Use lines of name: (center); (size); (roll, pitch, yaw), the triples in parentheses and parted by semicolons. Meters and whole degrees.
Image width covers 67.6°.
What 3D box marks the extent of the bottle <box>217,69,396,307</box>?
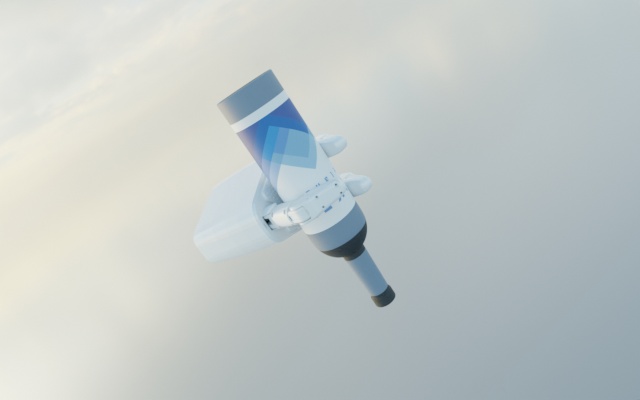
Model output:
bottle: (0.000, 0.001, 0.527); (0.069, 0.296, 0.069); (-30, 18, 11)
